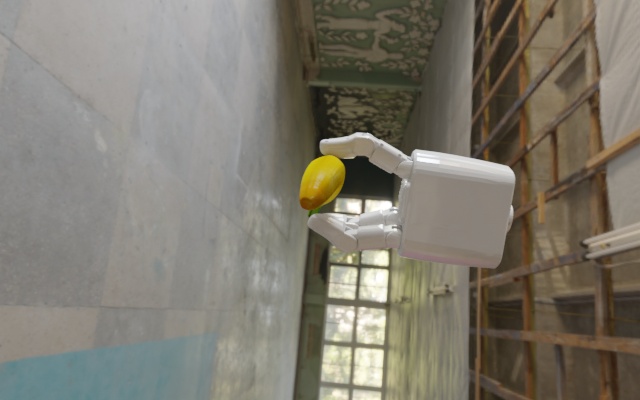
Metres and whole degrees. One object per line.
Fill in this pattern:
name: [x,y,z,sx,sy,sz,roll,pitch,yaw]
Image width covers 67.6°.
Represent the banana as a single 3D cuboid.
banana: [0.005,-0.016,0.516,0.037,0.069,0.198,13,-5,4]
